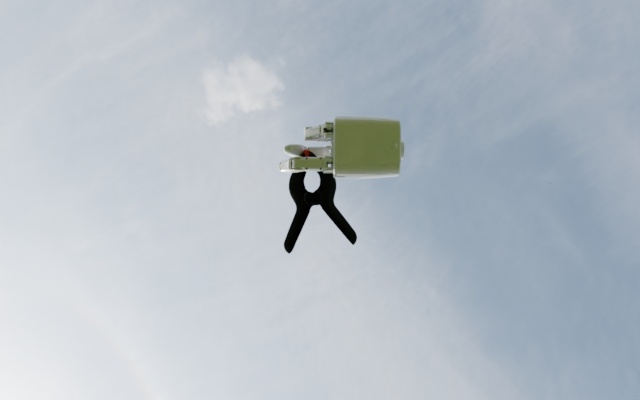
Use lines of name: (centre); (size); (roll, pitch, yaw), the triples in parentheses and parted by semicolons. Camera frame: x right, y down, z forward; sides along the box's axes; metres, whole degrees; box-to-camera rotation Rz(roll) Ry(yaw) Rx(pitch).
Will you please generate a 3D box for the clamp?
clamp: (0.000, 0.002, 0.787); (0.120, 0.171, 0.039); (0, -2, 2)
